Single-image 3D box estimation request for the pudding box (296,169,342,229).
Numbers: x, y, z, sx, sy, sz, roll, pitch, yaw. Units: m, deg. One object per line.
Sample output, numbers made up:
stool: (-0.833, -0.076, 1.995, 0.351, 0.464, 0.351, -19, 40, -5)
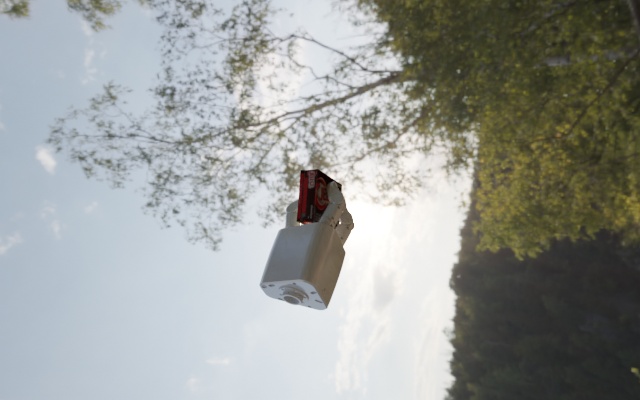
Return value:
pudding box: (0.000, 0.003, 0.826, 0.039, 0.090, 0.113, 0, -11, 22)
